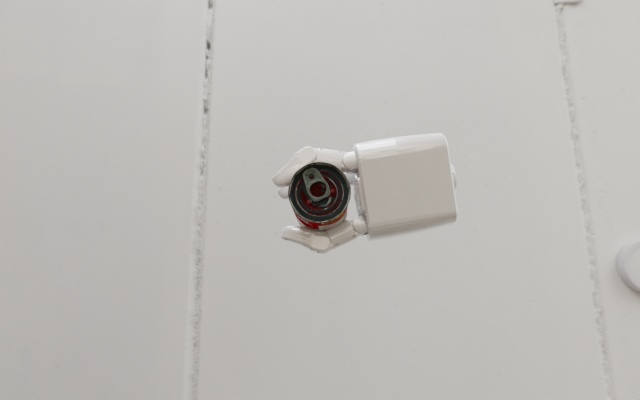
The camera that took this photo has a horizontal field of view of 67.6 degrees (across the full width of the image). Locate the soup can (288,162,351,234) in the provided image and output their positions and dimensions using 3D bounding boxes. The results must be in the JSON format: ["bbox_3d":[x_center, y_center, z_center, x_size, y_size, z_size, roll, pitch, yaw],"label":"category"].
[{"bbox_3d":[0.000,0.002,0.561,0.068,0.068,0.102,0,-13,1],"label":"soup can"}]
